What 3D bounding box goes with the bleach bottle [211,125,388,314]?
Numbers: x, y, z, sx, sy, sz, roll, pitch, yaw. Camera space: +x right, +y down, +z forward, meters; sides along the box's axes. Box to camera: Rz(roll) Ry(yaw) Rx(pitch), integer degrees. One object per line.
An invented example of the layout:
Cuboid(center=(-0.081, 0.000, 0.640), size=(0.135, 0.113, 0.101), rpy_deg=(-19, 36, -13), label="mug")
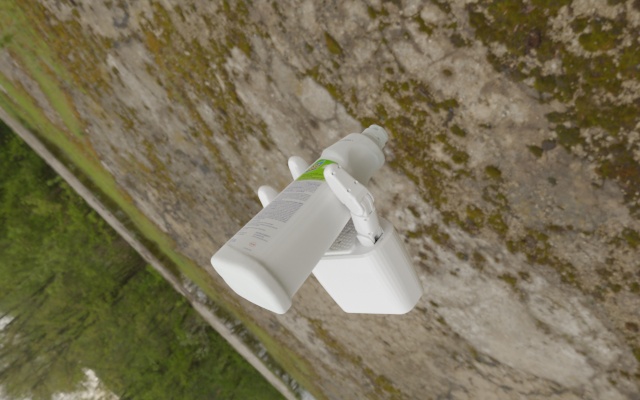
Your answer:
Cuboid(center=(0.000, 0.002, 0.523), size=(0.102, 0.068, 0.250), rpy_deg=(7, 47, 50), label="bleach bottle")
